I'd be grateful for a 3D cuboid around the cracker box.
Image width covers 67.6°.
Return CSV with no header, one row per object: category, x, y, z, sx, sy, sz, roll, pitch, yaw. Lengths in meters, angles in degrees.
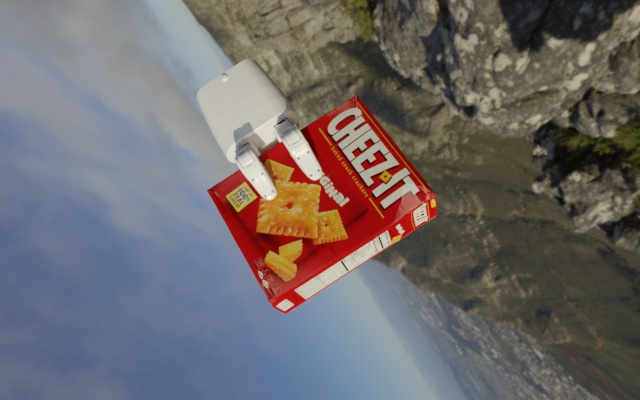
cracker box,0.000,0.002,0.556,0.213,0.164,0.072,-33,-24,-1
